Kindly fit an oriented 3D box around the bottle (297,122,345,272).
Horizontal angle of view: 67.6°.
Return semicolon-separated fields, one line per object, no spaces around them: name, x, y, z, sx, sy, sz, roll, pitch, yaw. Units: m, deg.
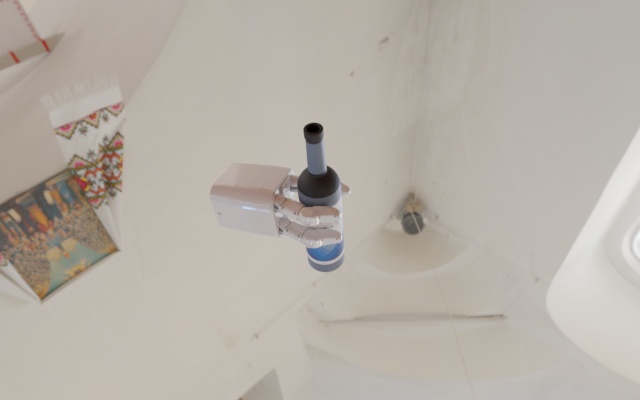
bottle;0.000;0.003;0.750;0.069;0.069;0.296;0;-42;5
